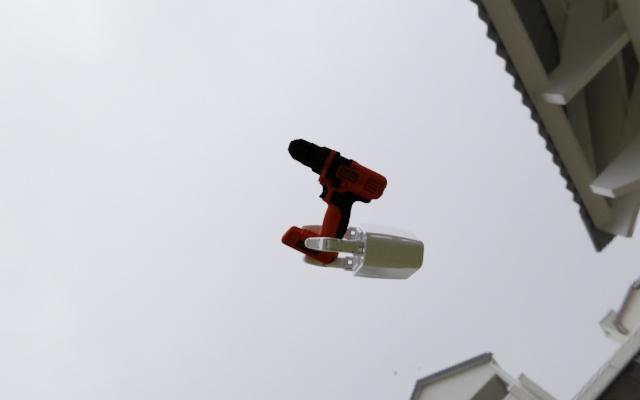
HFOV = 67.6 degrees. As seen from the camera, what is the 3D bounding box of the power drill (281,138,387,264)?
[{"bbox_3d":[0.000,0.003,0.839,0.184,0.188,0.057,26,14,7],"label":"power drill"}]
